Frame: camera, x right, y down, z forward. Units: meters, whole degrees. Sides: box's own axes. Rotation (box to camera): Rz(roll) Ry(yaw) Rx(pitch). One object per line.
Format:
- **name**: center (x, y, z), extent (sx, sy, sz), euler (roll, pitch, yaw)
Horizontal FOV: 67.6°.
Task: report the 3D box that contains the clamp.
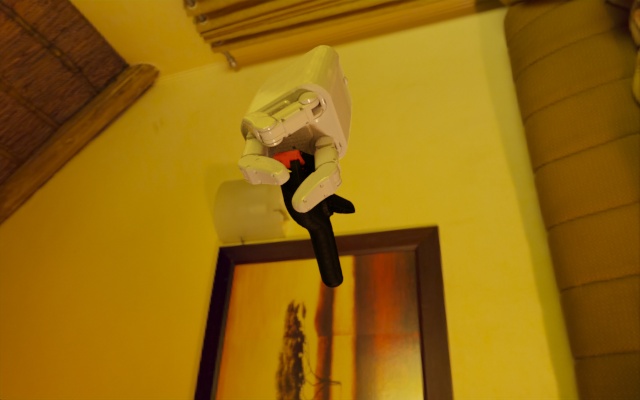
- **clamp**: center (-0.001, 0.002, 0.537), extent (0.039, 0.172, 0.120), euler (-9, 39, 18)
